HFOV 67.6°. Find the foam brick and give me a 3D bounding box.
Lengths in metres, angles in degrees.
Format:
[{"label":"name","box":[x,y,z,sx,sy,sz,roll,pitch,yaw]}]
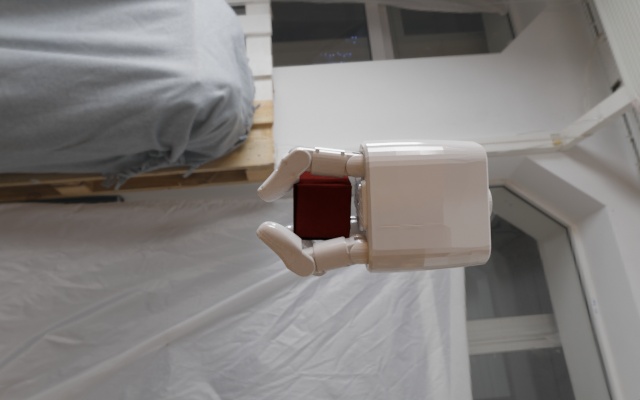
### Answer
[{"label":"foam brick","box":[0.000,0.001,0.455,0.051,0.053,0.078,0,16,-3]}]
